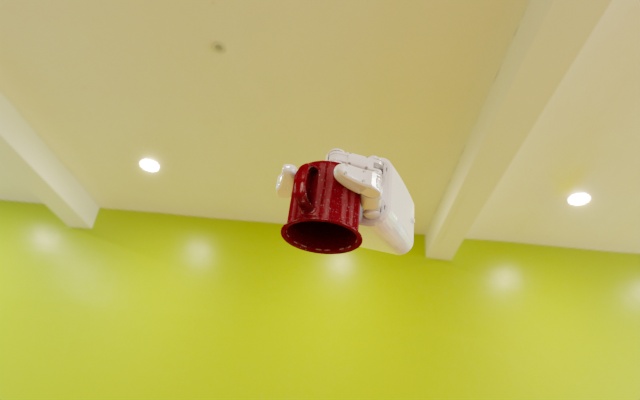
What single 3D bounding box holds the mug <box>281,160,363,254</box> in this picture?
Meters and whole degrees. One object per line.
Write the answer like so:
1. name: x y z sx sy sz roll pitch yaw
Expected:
1. mug: -0.001 0.001 0.546 0.093 0.081 0.117 -8 -32 25
